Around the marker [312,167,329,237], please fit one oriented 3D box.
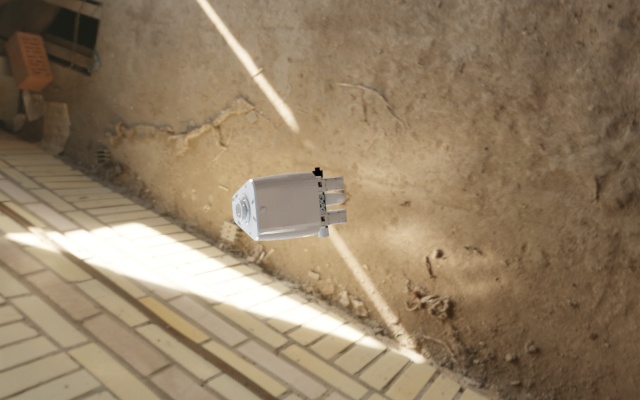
[{"bbox_3d":[0.000,0.003,0.826,0.020,0.121,0.020,-6,2,0],"label":"marker"}]
